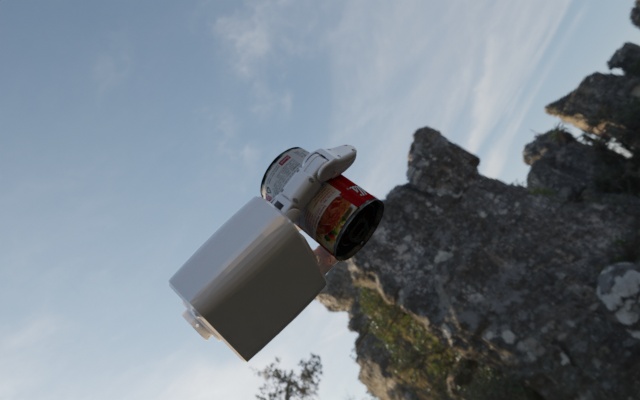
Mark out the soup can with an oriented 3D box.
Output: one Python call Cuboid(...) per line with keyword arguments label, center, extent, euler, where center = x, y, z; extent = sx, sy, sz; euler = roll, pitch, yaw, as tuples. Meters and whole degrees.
Cuboid(label="soup can", center=(0.000, 0.001, 0.458), extent=(0.102, 0.068, 0.068), euler=(36, 18, 26))
